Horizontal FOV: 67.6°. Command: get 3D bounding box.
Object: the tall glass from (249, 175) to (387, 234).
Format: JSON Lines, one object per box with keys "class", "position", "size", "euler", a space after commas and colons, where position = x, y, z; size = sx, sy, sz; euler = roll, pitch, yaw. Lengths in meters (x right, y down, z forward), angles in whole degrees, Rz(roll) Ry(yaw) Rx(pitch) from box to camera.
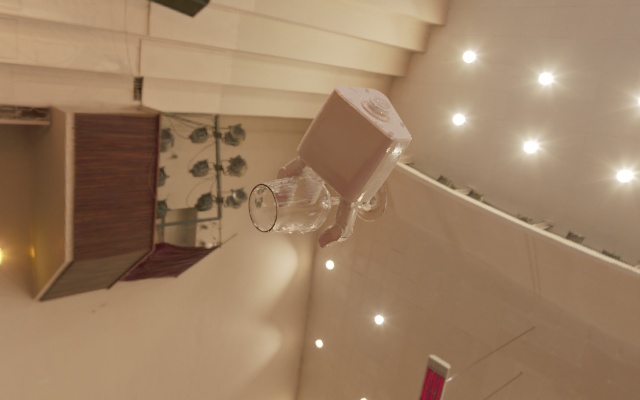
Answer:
{"class": "tall glass", "position": [0.001, 0.002, 0.665], "size": [0.201, 0.079, 0.079], "euler": [-6, 4, -42]}
